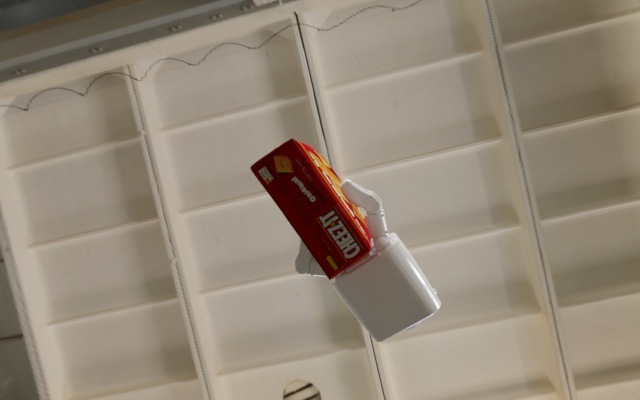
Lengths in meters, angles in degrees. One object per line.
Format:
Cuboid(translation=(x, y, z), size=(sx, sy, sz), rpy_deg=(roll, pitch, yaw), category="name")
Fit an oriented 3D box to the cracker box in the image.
Cuboid(translation=(0.000, 0.002, 0.654), size=(0.072, 0.164, 0.213), rpy_deg=(-36, 0, 6), category="cracker box")
